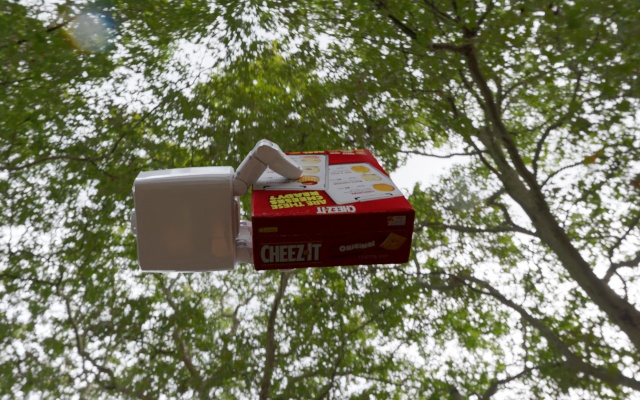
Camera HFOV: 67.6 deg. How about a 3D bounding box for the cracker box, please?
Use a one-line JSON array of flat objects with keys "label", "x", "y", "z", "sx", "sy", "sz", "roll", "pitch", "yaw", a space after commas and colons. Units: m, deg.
[{"label": "cracker box", "x": 0.000, "y": 0.002, "z": 0.571, "sx": 0.164, "sy": 0.072, "sz": 0.213, "roll": -3, "pitch": 23, "yaw": -7}]
